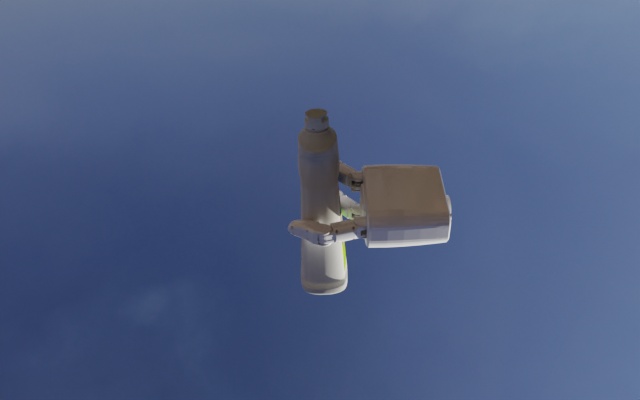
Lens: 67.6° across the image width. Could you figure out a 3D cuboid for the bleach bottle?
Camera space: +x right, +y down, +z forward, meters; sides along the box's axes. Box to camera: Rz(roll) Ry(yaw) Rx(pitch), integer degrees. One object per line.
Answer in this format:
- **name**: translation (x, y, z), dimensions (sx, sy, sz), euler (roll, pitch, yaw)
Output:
- **bleach bottle**: translation (0.000, 0.002, 0.646), dimensions (0.068, 0.251, 0.102), euler (-3, 33, 1)
